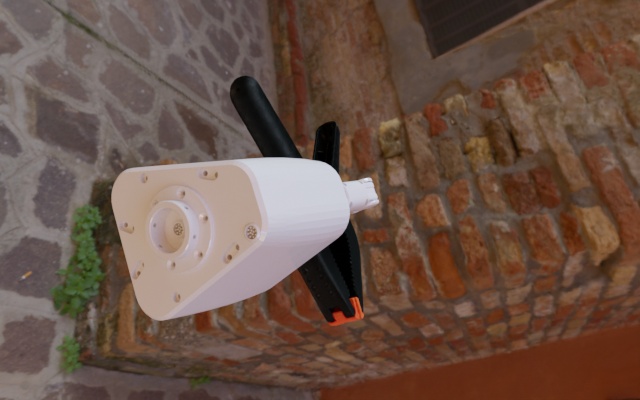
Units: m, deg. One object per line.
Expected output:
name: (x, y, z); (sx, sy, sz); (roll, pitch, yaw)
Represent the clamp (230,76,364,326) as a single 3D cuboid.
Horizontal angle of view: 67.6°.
clamp: (0.001, 0.002, 0.426); (0.036, 0.210, 0.164); (-21, -7, 25)
